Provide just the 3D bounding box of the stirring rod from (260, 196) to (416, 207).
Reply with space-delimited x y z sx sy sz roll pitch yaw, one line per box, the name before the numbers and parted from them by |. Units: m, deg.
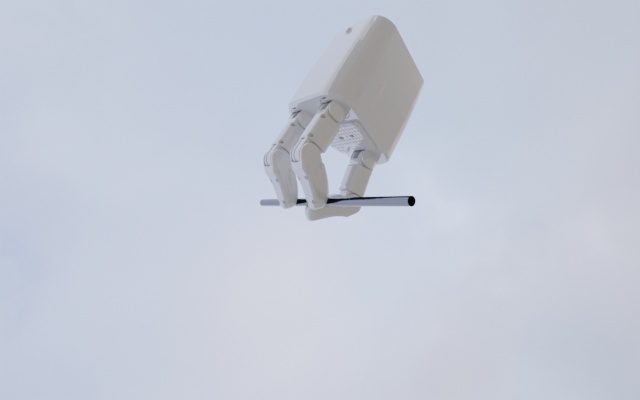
stirring rod | 0.000 0.001 0.446 0.011 0.011 0.239 0 -1 -33
